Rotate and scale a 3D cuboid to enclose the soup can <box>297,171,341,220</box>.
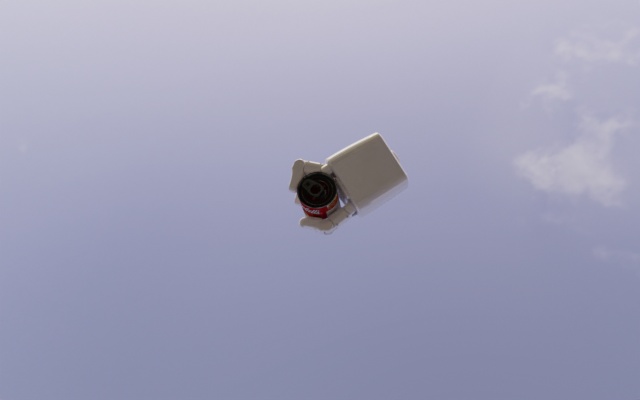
[{"bbox_3d":[0.000,0.003,0.832,0.068,0.068,0.102,0,-25,7],"label":"soup can"}]
